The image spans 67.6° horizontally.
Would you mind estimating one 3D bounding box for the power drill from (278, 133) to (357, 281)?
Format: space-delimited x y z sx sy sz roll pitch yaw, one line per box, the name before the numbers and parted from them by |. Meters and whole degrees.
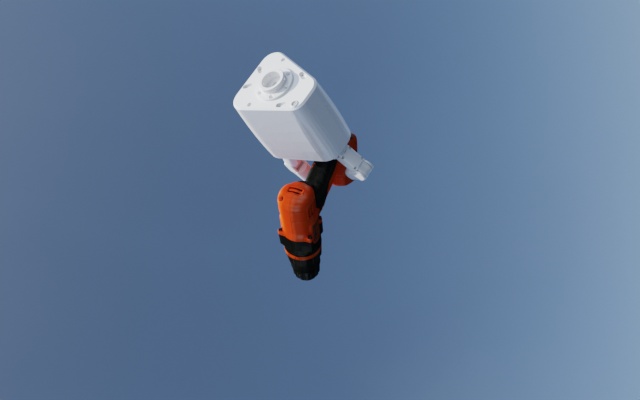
power drill | 0.000 0.002 0.686 0.057 0.187 0.185 14 -39 14
